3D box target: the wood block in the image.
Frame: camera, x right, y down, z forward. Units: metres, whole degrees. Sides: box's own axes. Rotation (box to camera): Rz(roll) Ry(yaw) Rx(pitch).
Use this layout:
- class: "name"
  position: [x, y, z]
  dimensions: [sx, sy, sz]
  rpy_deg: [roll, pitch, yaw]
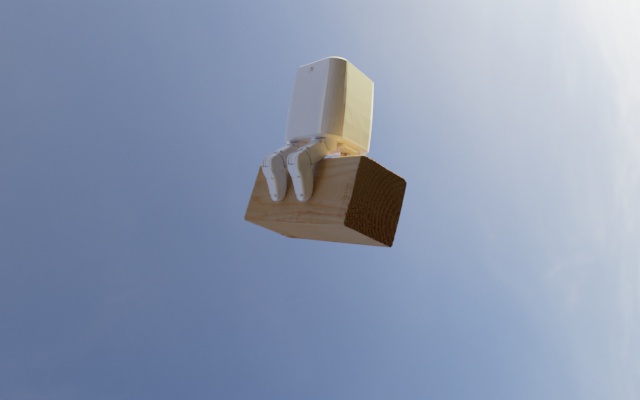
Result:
- class: "wood block"
  position: [0.000, 0.002, 0.640]
  dimensions: [0.091, 0.090, 0.206]
  rpy_deg: [25, -16, -38]
